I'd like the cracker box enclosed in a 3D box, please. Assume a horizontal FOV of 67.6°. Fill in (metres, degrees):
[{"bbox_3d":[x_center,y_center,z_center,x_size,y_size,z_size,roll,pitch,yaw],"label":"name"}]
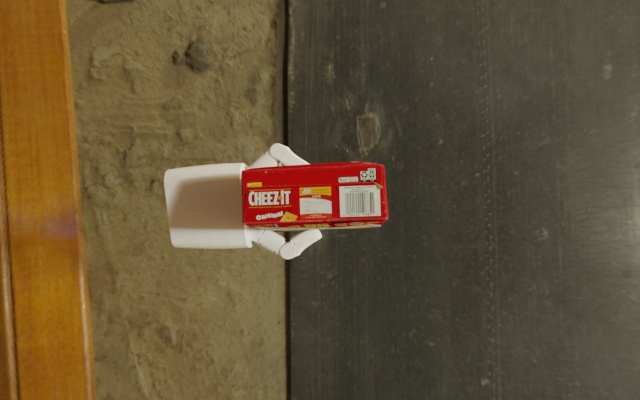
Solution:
[{"bbox_3d":[0.000,0.002,0.631,0.164,0.072,0.214,-3,-5,4],"label":"cracker box"}]
